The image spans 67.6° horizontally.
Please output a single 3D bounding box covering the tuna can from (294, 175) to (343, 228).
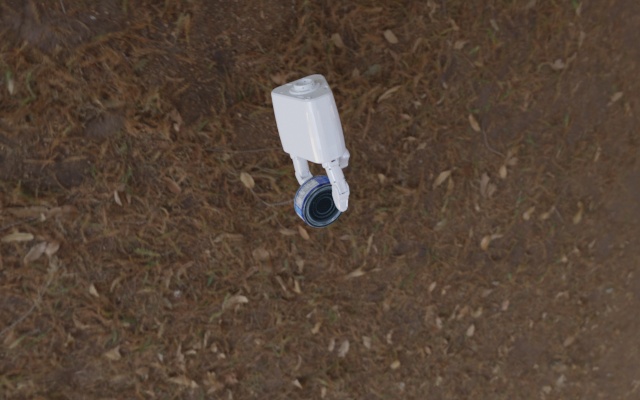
[{"bbox_3d":[0.000,0.003,0.810,0.086,0.086,0.033,0,26,-33],"label":"tuna can"}]
